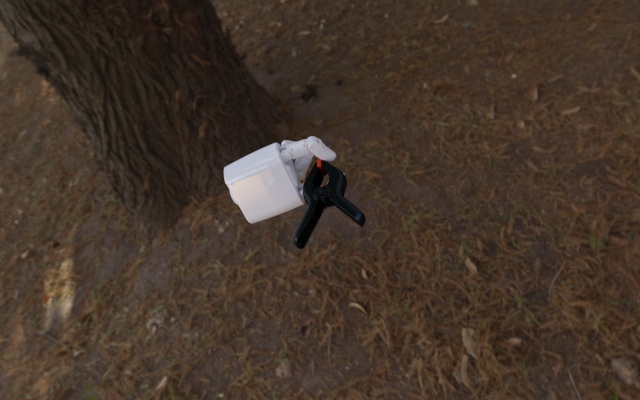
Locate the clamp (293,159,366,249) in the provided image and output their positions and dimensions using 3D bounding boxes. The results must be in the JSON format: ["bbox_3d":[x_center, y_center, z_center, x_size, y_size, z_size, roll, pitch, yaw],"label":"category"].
[{"bbox_3d":[0.000,0.002,0.784,0.120,0.039,0.171,-23,42,7],"label":"clamp"}]
